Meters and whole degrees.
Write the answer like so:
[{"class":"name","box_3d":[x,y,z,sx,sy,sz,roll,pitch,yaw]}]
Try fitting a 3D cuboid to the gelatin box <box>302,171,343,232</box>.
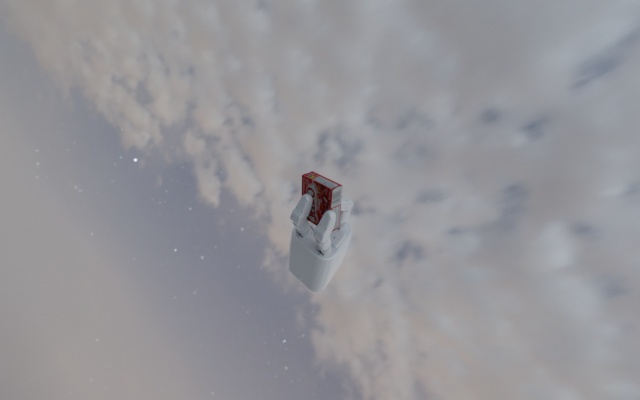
[{"class":"gelatin box","box_3d":[0.000,0.002,0.836,0.073,0.089,0.030,28,38,36]}]
